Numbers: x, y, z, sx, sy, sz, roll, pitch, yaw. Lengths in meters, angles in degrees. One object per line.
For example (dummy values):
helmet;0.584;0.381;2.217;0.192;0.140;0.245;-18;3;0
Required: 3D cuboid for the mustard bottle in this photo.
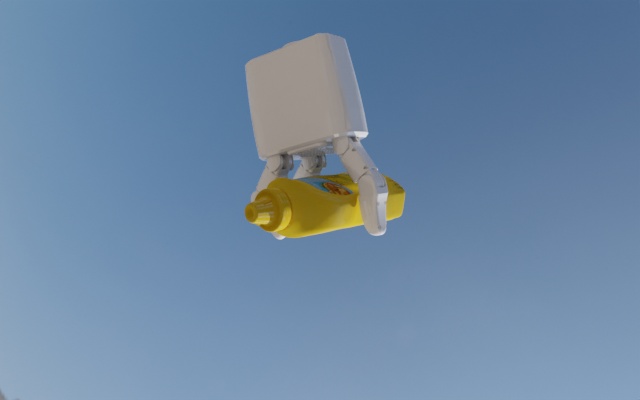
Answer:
mustard bottle;0.000;0.002;0.498;0.096;0.058;0.191;18;16;38
